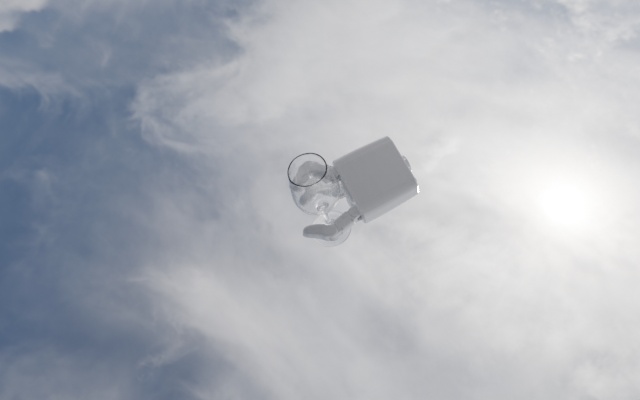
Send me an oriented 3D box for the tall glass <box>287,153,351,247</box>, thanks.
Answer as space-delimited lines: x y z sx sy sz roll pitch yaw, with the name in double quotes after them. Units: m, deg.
0.000 0.003 0.797 0.079 0.079 0.201 0 -29 14 "tall glass"
